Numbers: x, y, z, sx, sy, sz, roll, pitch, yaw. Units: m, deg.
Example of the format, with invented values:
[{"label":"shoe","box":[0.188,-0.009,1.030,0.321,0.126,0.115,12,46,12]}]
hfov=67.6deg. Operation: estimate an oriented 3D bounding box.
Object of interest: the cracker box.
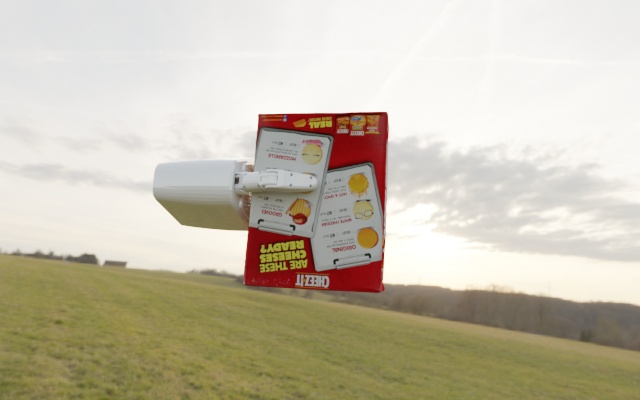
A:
[{"label":"cracker box","box":[0.000,0.002,0.590,0.164,0.213,0.072,1,-10,12]}]
